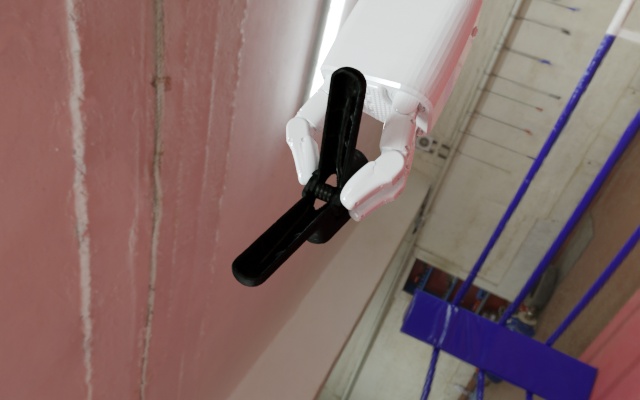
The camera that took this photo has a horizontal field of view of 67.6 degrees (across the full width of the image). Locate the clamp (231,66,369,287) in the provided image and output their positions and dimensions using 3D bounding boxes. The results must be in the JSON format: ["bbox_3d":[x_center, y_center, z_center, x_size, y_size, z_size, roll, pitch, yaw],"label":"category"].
[{"bbox_3d":[0.000,0.001,0.407,0.036,0.164,0.210,29,-5,15],"label":"clamp"}]
